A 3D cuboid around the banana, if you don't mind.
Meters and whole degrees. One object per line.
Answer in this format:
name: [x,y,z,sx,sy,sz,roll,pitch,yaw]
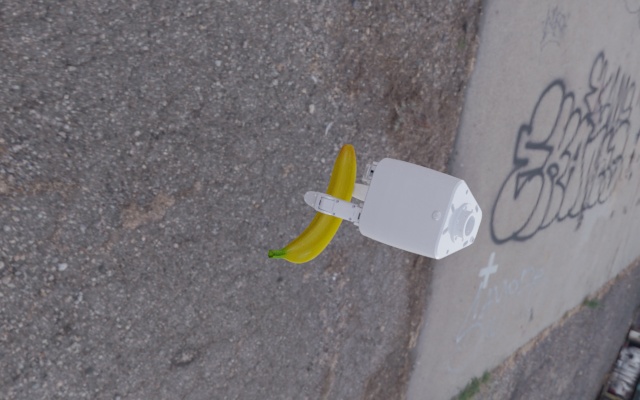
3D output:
banana: [0.006,0.015,0.671,0.037,0.197,0.070,20,-21,38]
